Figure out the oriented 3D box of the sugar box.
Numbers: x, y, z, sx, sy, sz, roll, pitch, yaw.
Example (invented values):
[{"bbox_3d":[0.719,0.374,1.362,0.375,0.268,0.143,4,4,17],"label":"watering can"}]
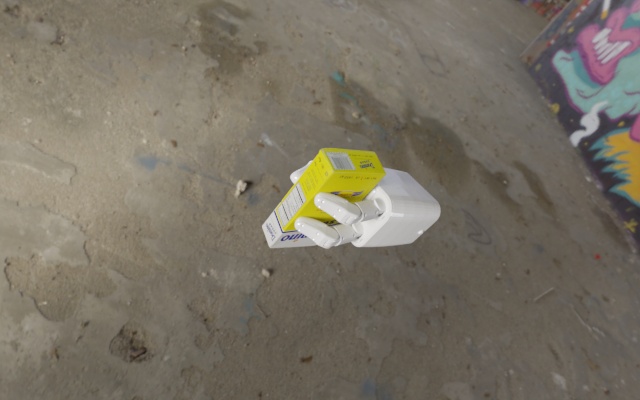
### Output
[{"bbox_3d":[0.000,0.003,0.652,0.093,0.048,0.176,0,-38,-37],"label":"sugar box"}]
